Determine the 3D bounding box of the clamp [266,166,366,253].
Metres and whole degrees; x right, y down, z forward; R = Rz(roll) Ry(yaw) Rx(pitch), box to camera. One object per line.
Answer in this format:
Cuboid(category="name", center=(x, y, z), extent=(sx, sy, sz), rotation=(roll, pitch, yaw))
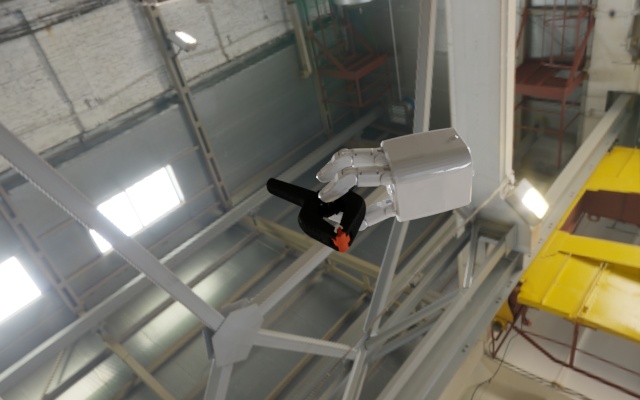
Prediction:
Cuboid(category="clamp", center=(0.001, 0.003, 0.681), extent=(0.164, 0.036, 0.209), rotation=(-14, 33, 5))
